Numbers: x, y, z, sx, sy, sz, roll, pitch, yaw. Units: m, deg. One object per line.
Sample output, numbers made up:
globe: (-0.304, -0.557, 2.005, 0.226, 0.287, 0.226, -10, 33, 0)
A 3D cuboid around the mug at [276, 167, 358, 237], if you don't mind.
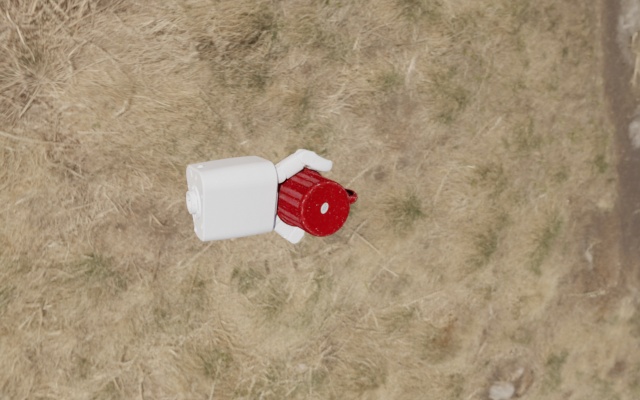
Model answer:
mug: (0.001, 0.002, 0.695, 0.117, 0.093, 0.081, -9, 17, -27)
